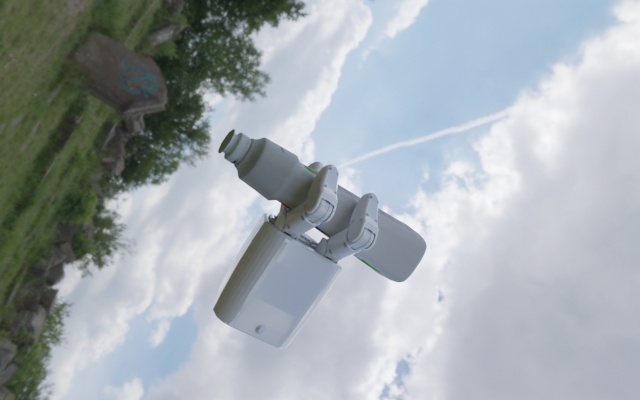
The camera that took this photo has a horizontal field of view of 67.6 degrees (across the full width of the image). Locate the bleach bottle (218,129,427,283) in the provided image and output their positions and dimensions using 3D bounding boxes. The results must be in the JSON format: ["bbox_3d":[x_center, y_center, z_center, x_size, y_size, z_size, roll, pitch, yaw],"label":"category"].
[{"bbox_3d":[0.000,0.002,0.525,0.251,0.068,0.102,33,1,-26],"label":"bleach bottle"}]
